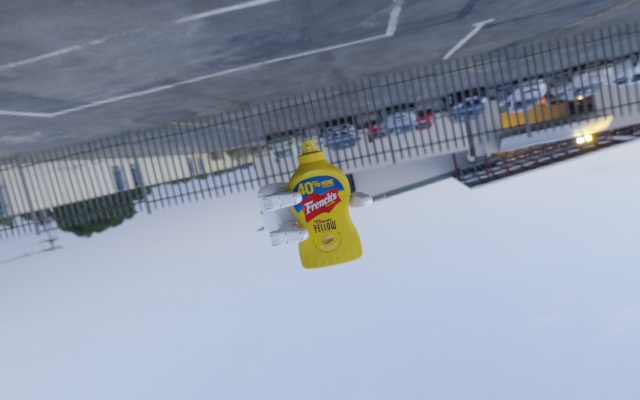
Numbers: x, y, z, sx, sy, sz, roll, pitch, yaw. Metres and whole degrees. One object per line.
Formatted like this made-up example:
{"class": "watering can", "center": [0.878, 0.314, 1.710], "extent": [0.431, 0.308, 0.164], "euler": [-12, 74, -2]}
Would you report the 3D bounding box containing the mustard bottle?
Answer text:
{"class": "mustard bottle", "center": [0.000, 0.003, 0.725], "extent": [0.096, 0.191, 0.058], "euler": [-12, 6, 3]}
